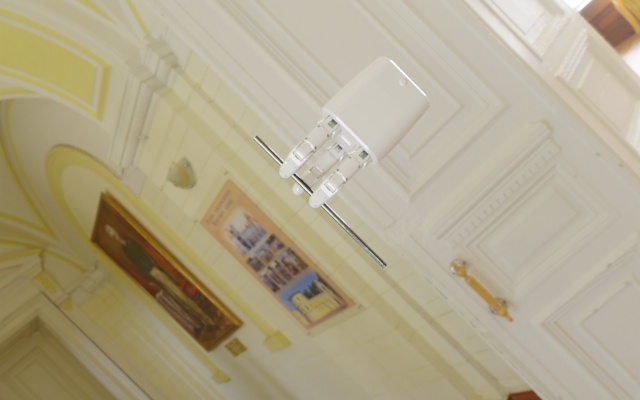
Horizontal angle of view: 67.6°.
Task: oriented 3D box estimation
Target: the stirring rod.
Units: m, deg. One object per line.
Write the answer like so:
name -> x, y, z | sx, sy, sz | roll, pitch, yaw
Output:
stirring rod -> 0.000, 0.002, 0.627 | 0.239, 0.011, 0.011 | 45, 1, -1
